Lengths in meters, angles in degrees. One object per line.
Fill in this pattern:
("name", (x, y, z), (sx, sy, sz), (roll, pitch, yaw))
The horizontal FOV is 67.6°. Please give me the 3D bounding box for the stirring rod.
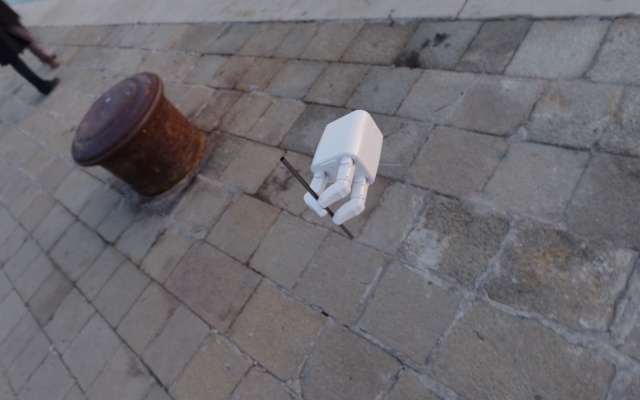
("stirring rod", (0.000, 0.003, 0.809), (0.011, 0.011, 0.240), (0, -33, 36))
